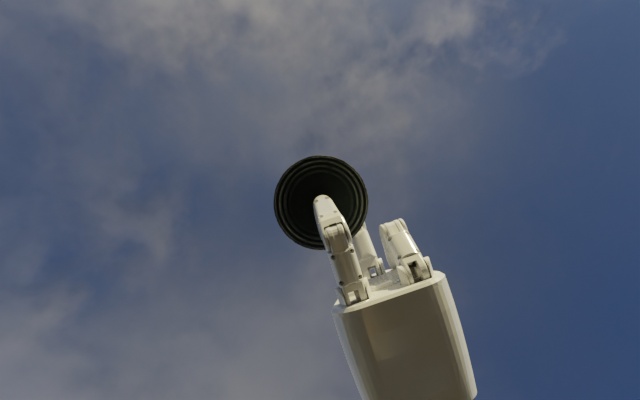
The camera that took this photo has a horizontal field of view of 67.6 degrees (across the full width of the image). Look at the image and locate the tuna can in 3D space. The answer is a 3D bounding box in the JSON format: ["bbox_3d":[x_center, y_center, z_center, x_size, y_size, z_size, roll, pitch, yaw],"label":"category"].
[{"bbox_3d":[0.000,0.001,0.445,0.086,0.086,0.034,0,3,-2],"label":"tuna can"}]
